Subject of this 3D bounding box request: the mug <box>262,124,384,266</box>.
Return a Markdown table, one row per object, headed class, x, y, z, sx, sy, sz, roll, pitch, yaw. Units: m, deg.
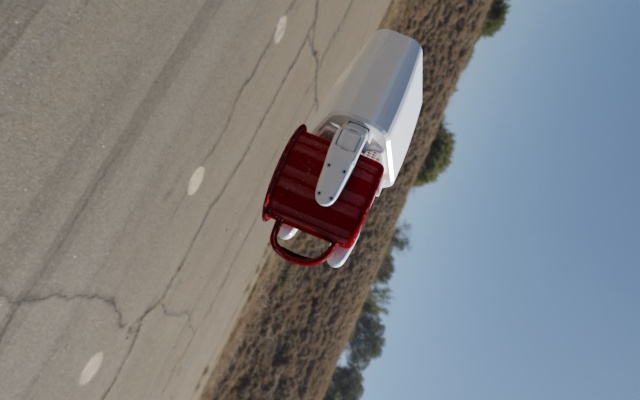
| class | x | y | z | sx | sy | sz | roll | pitch | yaw |
| --- | --- | --- | --- | --- | --- | --- | --- | --- | --- |
| mug | 0.000 | 0.003 | 0.415 | 0.081 | 0.117 | 0.093 | 23 | -20 | 4 |
